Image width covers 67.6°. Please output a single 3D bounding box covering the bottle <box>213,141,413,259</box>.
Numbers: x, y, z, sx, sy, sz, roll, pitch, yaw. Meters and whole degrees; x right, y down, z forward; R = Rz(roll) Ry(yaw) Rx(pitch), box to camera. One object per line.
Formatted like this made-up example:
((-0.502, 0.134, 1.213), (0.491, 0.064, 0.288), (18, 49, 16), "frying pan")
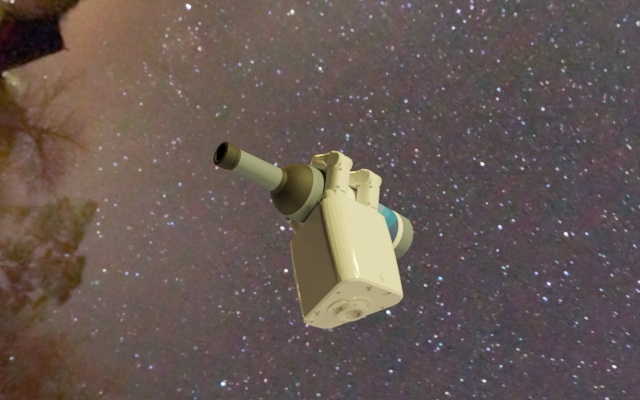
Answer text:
((0.000, 0.002, 0.587), (0.296, 0.069, 0.069), (26, -17, -38), "bottle")
